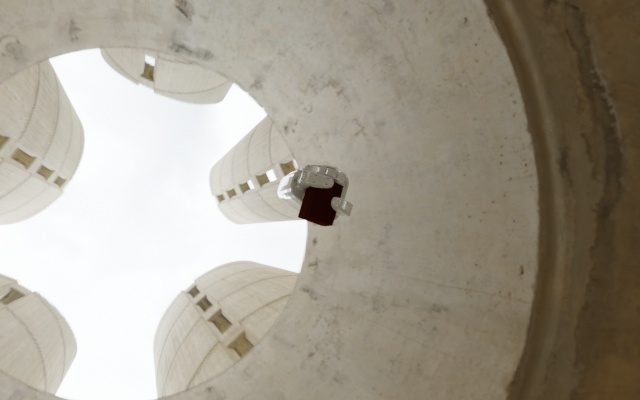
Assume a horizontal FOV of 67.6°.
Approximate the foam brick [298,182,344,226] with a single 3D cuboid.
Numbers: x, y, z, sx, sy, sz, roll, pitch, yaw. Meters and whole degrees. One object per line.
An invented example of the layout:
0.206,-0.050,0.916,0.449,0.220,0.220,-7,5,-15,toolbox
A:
0.000,0.003,0.856,0.053,0.078,0.051,21,-11,-18,foam brick
